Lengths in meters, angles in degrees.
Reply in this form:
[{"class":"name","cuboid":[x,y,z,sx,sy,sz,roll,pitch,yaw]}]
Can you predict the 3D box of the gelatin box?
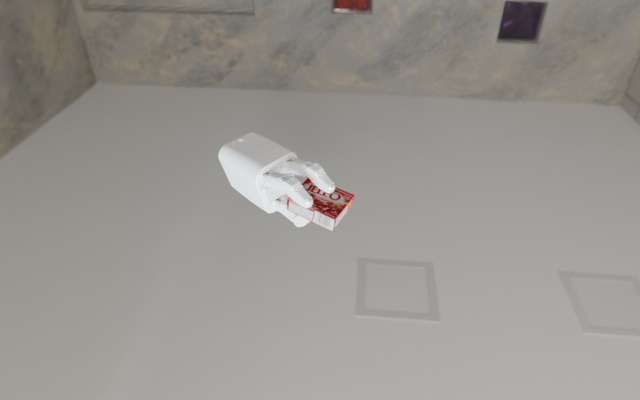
[{"class":"gelatin box","cuboid":[0.000,0.003,0.786,0.089,0.030,0.073,25,43,17]}]
